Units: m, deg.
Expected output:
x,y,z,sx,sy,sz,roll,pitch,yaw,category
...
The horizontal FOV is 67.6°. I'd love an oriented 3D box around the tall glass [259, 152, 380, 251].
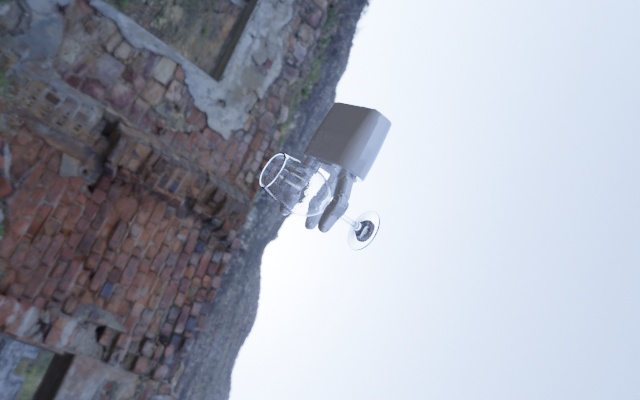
x,y,z,sx,sy,sz,roll,pitch,yaw,category
0.001,0.003,0.754,0.201,0.079,0.079,33,-18,-29,tall glass
